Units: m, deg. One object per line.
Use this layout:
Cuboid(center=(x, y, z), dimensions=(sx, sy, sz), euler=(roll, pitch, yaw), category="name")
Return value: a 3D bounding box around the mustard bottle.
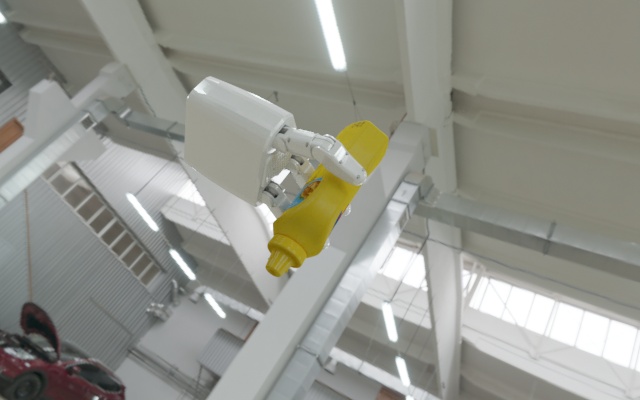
Cuboid(center=(0.000, 0.002, 0.516), dimensions=(0.058, 0.191, 0.096), euler=(40, -29, -8), category="mustard bottle")
